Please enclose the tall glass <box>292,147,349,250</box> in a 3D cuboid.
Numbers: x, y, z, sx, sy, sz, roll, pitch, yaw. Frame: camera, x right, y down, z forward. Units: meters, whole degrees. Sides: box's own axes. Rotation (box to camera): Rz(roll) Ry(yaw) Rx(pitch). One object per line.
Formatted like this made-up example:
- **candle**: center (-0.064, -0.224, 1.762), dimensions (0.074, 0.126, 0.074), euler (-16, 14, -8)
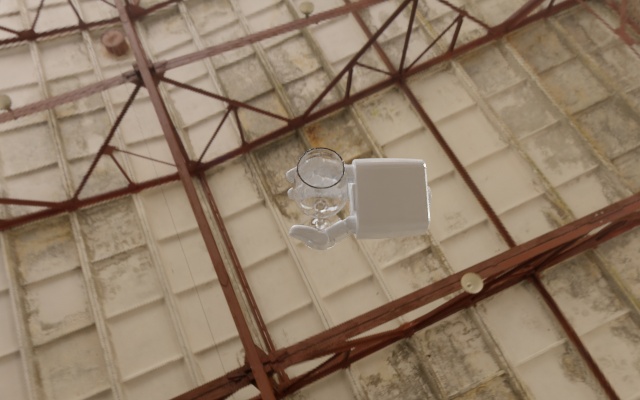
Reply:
- **tall glass**: center (0.000, 0.003, 0.698), dimensions (0.079, 0.079, 0.201), euler (0, -26, 0)
